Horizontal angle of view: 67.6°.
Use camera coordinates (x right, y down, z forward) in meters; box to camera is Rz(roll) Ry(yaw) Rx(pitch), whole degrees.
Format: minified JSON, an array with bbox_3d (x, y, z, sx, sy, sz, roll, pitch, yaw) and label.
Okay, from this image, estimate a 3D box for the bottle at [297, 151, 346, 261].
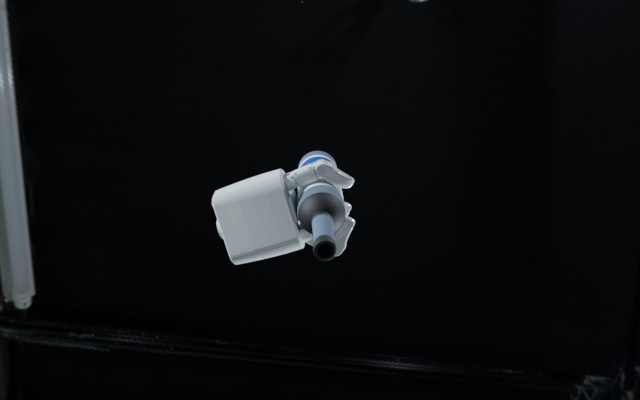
[{"bbox_3d":[0.000,0.002,0.689,0.069,0.069,0.295,0,23,-2],"label":"bottle"}]
